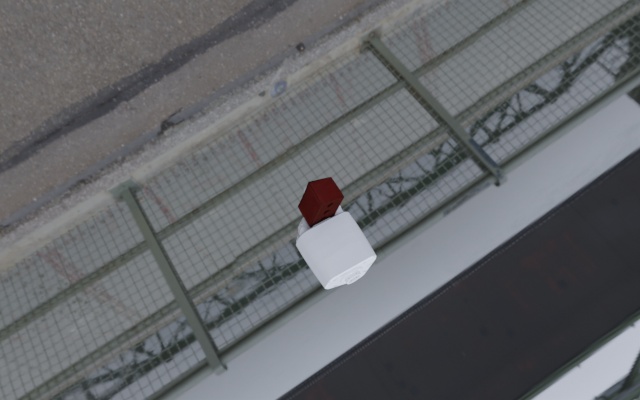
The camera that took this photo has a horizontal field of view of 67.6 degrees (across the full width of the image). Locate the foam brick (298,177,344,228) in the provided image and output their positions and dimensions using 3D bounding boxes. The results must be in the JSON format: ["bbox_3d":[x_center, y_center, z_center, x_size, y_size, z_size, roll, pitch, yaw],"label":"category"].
[{"bbox_3d":[0.000,0.003,0.886,0.053,0.051,0.078,-16,-29,-30],"label":"foam brick"}]
